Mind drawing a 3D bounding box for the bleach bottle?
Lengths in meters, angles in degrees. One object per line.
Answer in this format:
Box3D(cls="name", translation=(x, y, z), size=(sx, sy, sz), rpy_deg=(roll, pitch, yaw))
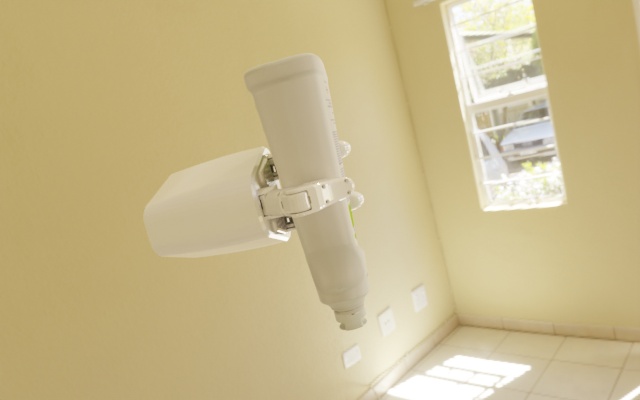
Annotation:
Box3D(cls="bleach bottle", translation=(0.000, 0.001, 0.442), size=(0.068, 0.251, 0.102), rpy_deg=(-14, 7, 8))
